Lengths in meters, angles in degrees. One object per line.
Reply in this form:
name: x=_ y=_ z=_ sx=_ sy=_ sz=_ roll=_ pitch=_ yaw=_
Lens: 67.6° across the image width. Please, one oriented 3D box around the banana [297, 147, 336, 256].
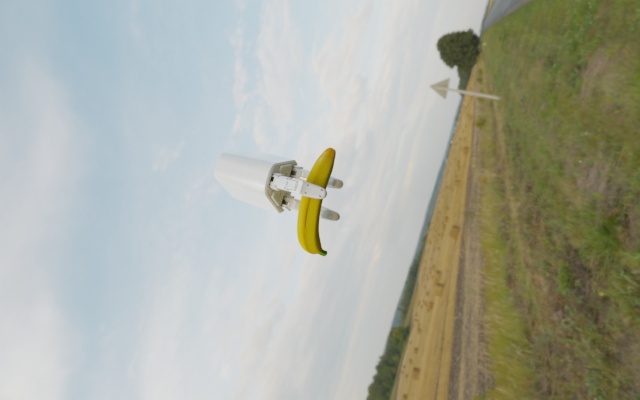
banana: x=-0.009 y=0.011 z=0.796 sx=0.037 sy=0.198 sz=0.069 roll=16 pitch=22 yaw=25
